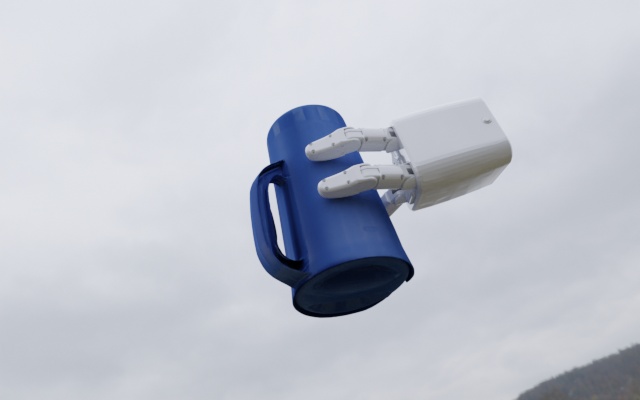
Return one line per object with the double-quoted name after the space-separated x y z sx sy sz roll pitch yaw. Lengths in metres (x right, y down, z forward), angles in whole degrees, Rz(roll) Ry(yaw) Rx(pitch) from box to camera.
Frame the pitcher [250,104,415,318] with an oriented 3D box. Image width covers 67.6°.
0.000 0.002 0.558 0.145 0.242 0.149 -19 -34 2 "pitcher"
